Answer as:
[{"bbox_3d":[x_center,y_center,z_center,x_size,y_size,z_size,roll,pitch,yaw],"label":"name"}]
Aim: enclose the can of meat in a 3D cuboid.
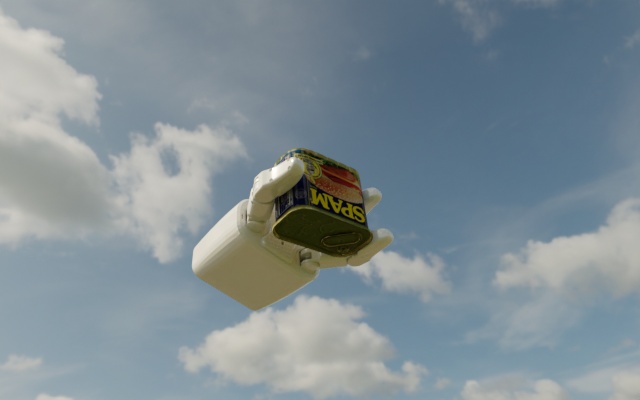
[{"bbox_3d":[0.000,0.001,0.496,0.102,0.084,0.057,21,-45,-31],"label":"can of meat"}]
